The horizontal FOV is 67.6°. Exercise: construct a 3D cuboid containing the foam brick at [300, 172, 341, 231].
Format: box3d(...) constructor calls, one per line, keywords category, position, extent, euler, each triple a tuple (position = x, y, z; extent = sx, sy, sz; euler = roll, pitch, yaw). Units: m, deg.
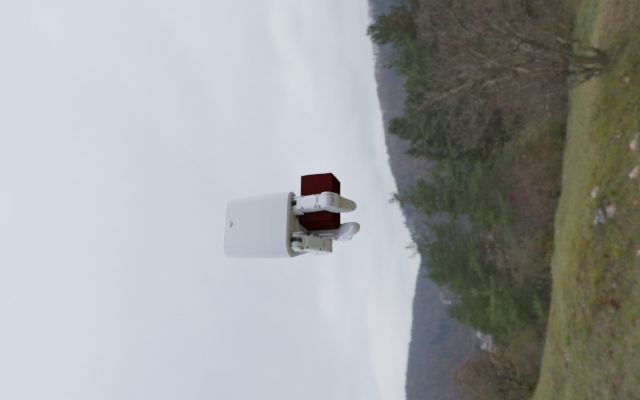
box3d(category="foam brick", position=(0.000, 0.002, 0.731), extent=(0.051, 0.078, 0.053), euler=(-5, -19, 17))
